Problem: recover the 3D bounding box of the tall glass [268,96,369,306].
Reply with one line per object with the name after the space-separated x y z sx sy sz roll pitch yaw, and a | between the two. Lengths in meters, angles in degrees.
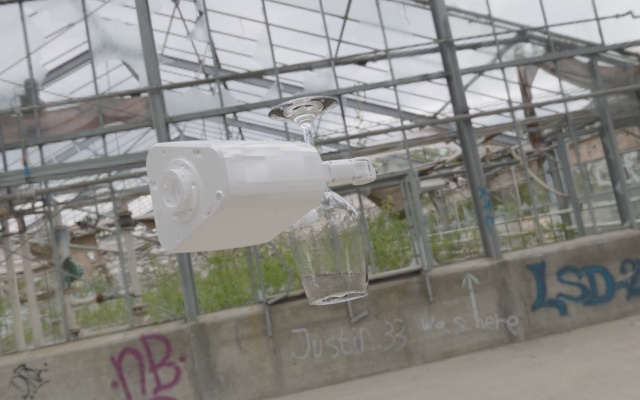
0.000 0.001 0.489 0.079 0.201 0.079 -11 -5 -1 | tall glass
